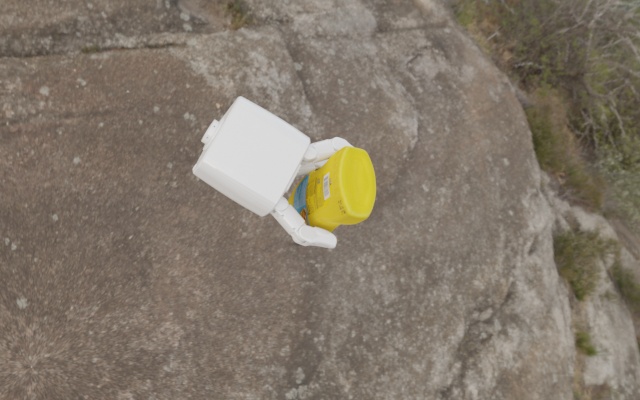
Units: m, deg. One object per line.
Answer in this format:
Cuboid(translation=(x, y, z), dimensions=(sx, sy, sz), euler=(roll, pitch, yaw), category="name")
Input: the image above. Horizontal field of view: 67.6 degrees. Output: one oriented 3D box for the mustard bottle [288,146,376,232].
Cuboid(translation=(0.001, 0.002, 0.666), dimensions=(0.058, 0.096, 0.192), euler=(8, -21, -29), category="mustard bottle")
